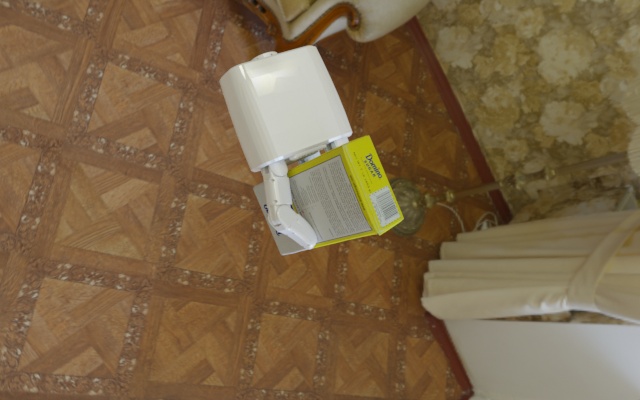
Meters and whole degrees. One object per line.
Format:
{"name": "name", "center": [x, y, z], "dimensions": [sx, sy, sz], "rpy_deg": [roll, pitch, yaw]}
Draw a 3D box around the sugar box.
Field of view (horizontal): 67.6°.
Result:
{"name": "sugar box", "center": [0.000, 0.001, 0.522], "dimensions": [0.048, 0.093, 0.176], "rpy_deg": [-25, 4, -36]}
